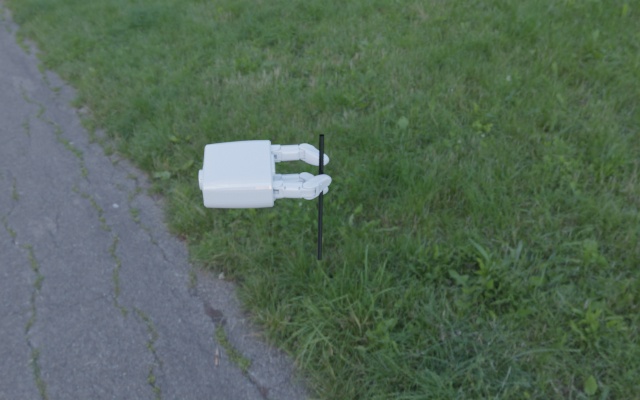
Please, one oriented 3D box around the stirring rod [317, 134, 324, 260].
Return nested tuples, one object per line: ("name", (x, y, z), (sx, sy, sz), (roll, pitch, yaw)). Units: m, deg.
("stirring rod", (0.000, 0.003, 0.794), (0.011, 0.240, 0.011), (1, 32, 0))
